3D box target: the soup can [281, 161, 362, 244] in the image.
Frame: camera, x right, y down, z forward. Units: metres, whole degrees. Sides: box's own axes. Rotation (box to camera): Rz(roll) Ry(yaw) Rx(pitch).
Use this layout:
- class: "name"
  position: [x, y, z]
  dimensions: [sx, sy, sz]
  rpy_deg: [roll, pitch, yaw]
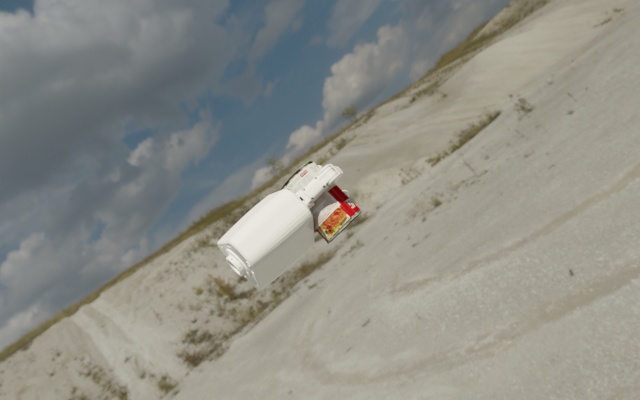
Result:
- class: "soup can"
  position: [0.000, 0.002, 0.680]
  dimensions: [0.068, 0.102, 0.068]
  rpy_deg: [-44, -6, -6]
